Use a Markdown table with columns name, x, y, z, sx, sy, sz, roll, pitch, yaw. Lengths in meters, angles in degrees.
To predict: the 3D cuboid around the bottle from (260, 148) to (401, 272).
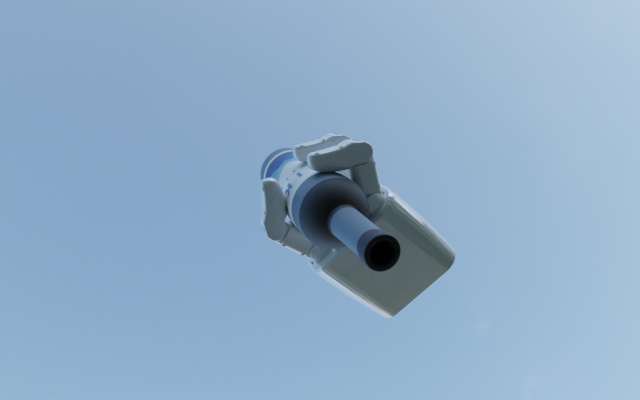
| name | x | y | z | sx | sy | sz | roll | pitch | yaw |
| --- | --- | --- | --- | --- | --- | --- | --- | --- | --- |
| bottle | 0.000 | 0.001 | 0.461 | 0.069 | 0.069 | 0.295 | 0 | 14 | -17 |
